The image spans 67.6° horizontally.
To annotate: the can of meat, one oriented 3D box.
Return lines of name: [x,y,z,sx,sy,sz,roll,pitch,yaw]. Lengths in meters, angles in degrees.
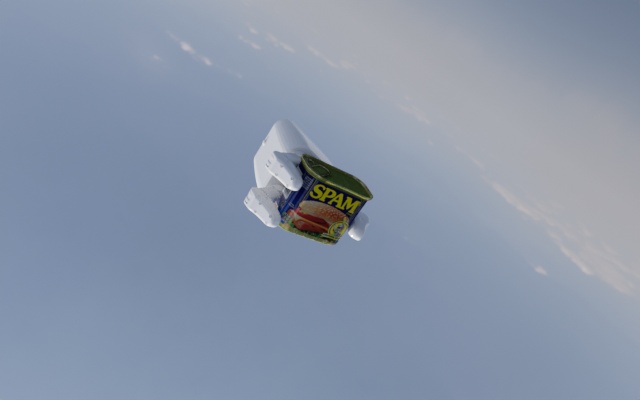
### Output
can of meat: [0.000,0.002,0.601,0.102,0.084,0.057,22,23,-30]
